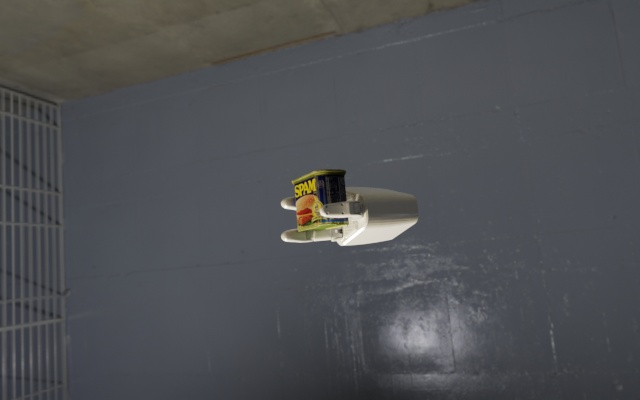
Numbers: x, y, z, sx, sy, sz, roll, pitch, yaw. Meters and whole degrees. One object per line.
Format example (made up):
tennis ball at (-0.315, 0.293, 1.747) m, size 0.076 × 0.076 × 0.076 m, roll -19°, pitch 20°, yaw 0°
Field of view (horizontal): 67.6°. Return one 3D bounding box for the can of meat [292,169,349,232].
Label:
can of meat at (0.000, 0.003, 0.749) m, size 0.057 × 0.084 × 0.102 m, roll -1°, pitch -8°, yaw -30°
